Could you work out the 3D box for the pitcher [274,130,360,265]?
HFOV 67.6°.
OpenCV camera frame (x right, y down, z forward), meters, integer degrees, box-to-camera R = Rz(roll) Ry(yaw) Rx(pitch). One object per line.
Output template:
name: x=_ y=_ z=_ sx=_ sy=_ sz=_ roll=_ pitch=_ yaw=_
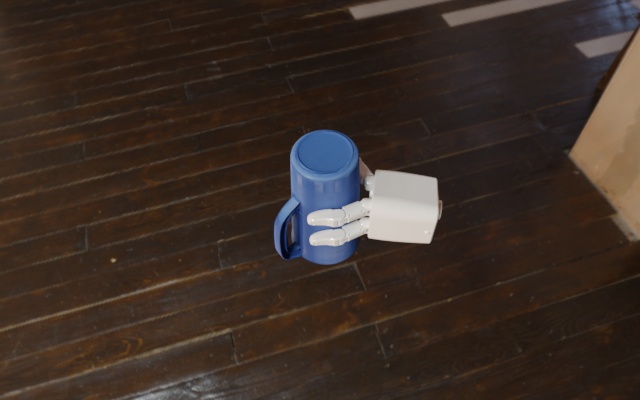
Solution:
pitcher: x=0.000 y=0.003 z=0.826 sx=0.145 sy=0.149 sz=0.243 roll=8 pitch=-36 yaw=7
